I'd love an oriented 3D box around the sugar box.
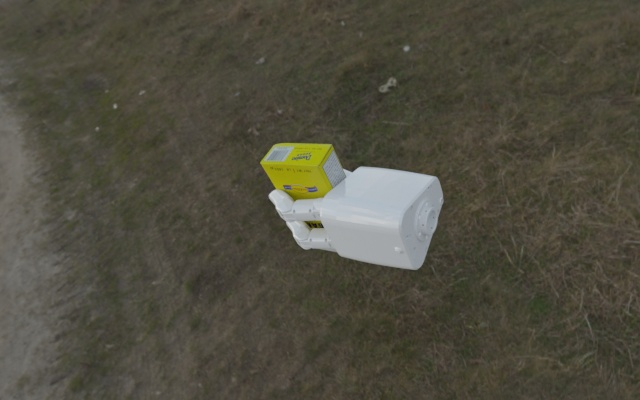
[{"bbox_3d":[0.000,0.002,0.640,0.093,0.176,0.048,6,48,35],"label":"sugar box"}]
